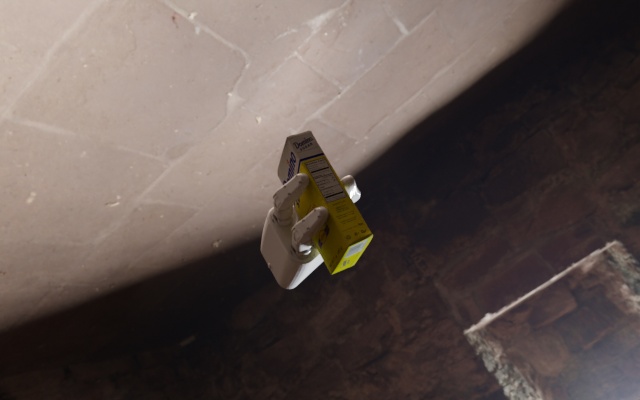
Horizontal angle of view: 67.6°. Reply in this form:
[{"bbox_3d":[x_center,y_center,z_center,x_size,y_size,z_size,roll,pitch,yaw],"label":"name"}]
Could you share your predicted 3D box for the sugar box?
[{"bbox_3d":[0.000,0.002,0.650,0.048,0.176,0.093,-21,-24,-26],"label":"sugar box"}]
